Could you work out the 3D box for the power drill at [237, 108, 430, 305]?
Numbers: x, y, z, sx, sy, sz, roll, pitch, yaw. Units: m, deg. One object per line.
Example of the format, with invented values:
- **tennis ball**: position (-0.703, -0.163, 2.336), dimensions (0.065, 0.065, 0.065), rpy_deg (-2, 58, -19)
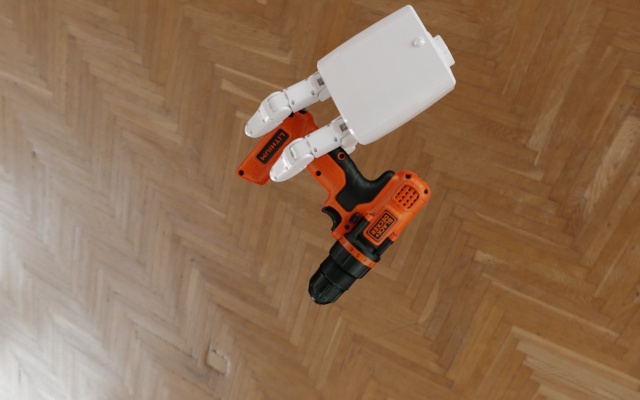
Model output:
- **power drill**: position (0.000, 0.001, 0.540), dimensions (0.187, 0.184, 0.057), rpy_deg (40, 6, -2)
